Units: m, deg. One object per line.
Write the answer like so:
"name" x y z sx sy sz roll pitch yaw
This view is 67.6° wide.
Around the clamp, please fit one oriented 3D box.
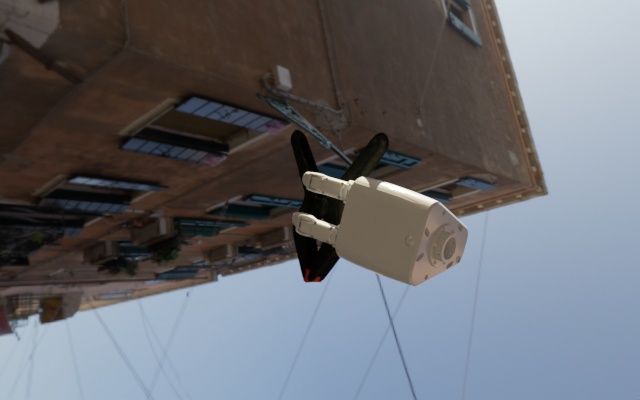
"clamp" 0.001 0.003 0.636 0.036 0.210 0.164 8 8 -45
